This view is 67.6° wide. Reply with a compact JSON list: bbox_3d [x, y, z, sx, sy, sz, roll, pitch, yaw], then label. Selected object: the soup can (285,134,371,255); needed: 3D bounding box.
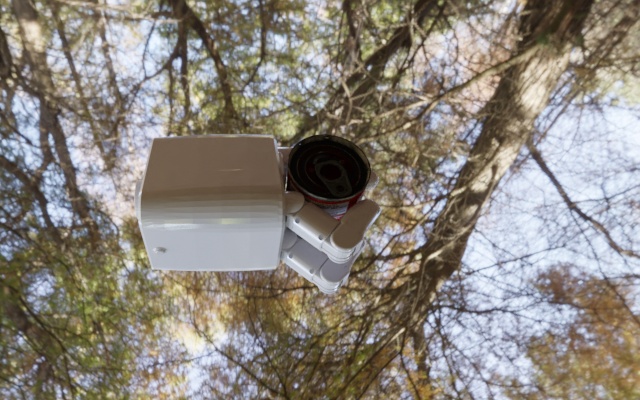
[{"bbox_3d":[0.001,0.001,0.422,0.068,0.068,0.102,0,-36,-10],"label":"soup can"}]
